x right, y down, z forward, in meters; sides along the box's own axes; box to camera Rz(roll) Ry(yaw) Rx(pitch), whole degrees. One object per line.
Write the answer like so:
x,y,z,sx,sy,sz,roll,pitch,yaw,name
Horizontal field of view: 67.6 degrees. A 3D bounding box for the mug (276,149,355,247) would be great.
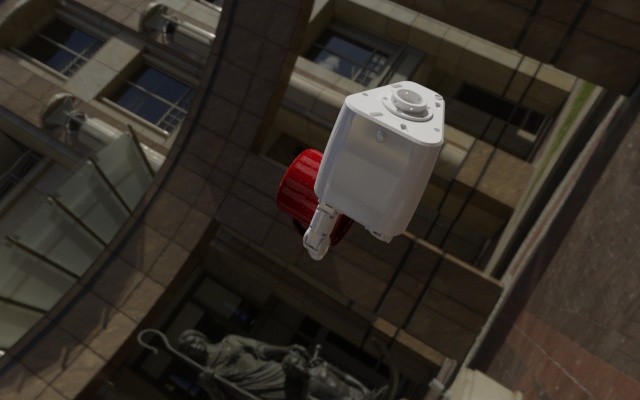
0.000,0.003,0.558,0.081,0.117,0.093,30,39,13,mug
